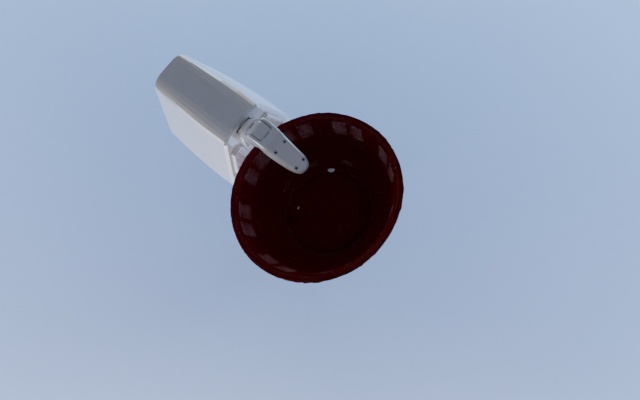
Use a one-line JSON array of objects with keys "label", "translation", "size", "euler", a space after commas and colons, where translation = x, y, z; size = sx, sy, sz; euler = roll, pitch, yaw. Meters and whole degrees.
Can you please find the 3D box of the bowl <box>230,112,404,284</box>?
[{"label": "bowl", "translation": [0.001, 0.003, 0.447], "size": [0.162, 0.162, 0.055], "euler": [0, -20, 18]}]
